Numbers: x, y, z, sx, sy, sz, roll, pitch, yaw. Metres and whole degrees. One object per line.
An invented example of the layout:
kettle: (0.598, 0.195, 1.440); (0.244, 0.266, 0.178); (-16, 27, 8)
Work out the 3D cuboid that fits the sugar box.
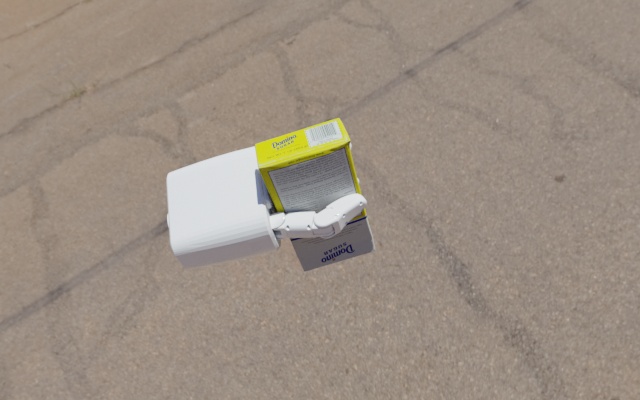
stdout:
sugar box: (0.000, 0.001, 0.527); (0.093, 0.048, 0.176); (-16, -43, 1)
